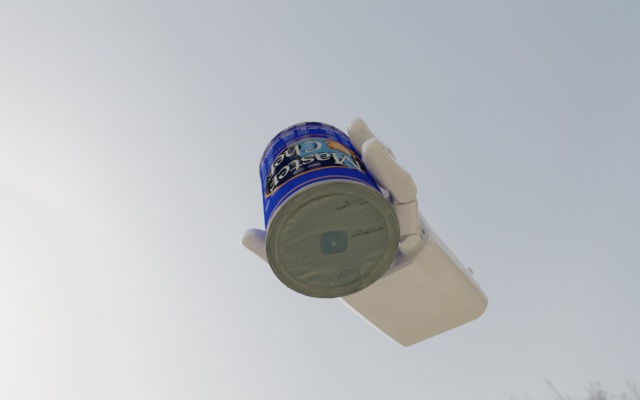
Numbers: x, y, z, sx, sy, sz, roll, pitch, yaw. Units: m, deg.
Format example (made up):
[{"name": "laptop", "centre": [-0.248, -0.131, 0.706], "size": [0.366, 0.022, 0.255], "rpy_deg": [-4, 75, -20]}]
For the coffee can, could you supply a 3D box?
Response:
[{"name": "coffee can", "centre": [0.000, 0.001, 0.417], "size": [0.103, 0.103, 0.140], "rpy_deg": [0, 27, -10]}]
